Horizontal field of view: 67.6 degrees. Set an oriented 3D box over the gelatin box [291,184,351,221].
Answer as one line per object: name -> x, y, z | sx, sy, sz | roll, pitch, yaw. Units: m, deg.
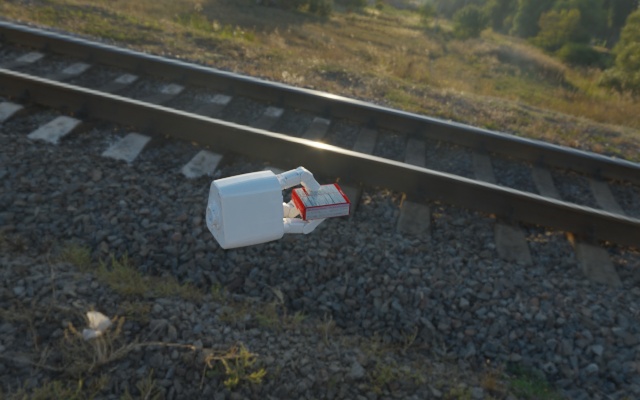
gelatin box -> 0.000, 0.002, 0.860 | 0.089, 0.030, 0.073 | -8, 31, -17
